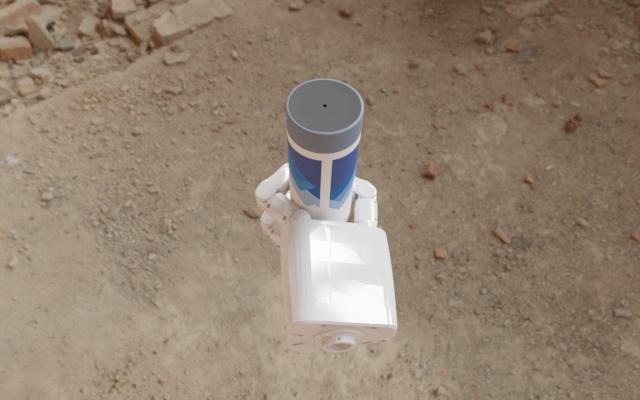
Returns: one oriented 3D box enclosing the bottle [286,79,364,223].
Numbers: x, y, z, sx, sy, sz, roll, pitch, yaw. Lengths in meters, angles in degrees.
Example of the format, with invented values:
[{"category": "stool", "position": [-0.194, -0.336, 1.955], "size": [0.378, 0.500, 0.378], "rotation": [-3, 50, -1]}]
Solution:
[{"category": "bottle", "position": [0.000, 0.001, 0.524], "size": [0.069, 0.069, 0.296], "rotation": [0, -34, -2]}]
